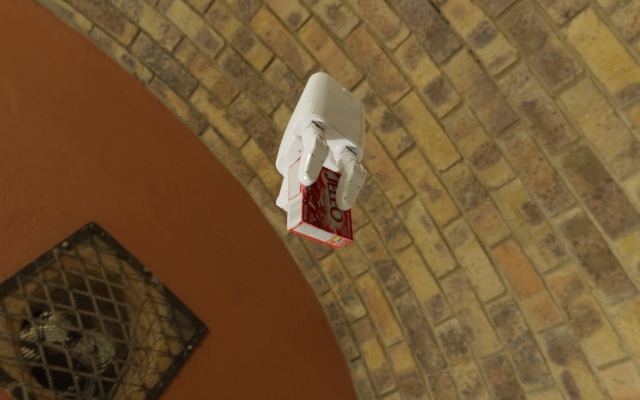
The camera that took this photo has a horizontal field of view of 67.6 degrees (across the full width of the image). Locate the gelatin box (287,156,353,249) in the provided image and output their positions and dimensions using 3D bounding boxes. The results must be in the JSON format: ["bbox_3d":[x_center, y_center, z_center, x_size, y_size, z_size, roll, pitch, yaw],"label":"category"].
[{"bbox_3d":[0.000,0.002,0.542,0.073,0.089,0.030,23,-40,-33],"label":"gelatin box"}]
